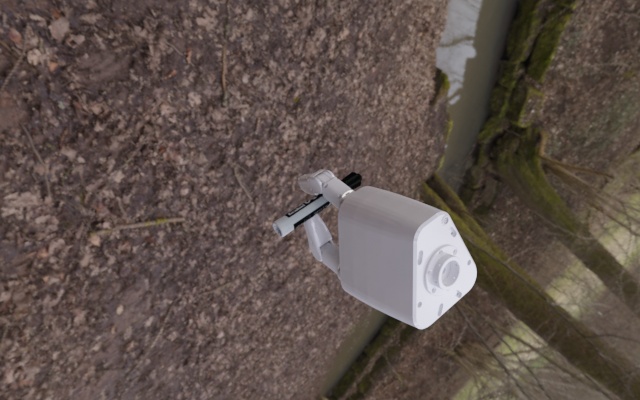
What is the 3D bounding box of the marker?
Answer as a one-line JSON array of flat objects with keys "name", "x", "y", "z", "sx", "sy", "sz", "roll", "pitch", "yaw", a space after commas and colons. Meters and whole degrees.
[{"name": "marker", "x": 0.000, "y": 0.002, "z": 0.532, "sx": 0.121, "sy": 0.020, "sz": 0.020, "roll": -33, "pitch": 15, "yaw": -25}]
